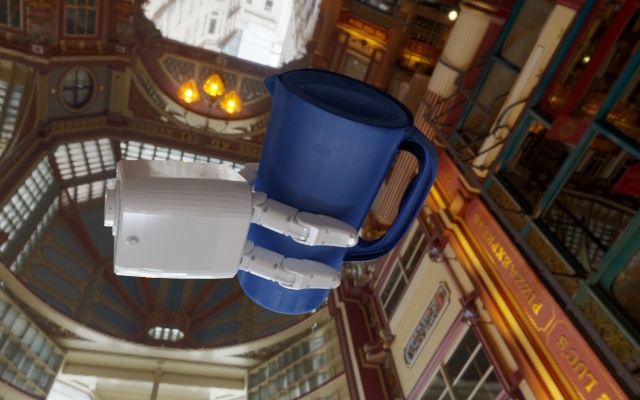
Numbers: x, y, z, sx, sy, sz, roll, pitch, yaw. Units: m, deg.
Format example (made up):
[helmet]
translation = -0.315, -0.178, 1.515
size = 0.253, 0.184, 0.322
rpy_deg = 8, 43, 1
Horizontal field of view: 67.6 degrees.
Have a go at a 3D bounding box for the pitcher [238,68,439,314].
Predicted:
[pitcher]
translation = 0.000, 0.002, 0.491
size = 0.145, 0.243, 0.149
rpy_deg = 3, 32, -27
